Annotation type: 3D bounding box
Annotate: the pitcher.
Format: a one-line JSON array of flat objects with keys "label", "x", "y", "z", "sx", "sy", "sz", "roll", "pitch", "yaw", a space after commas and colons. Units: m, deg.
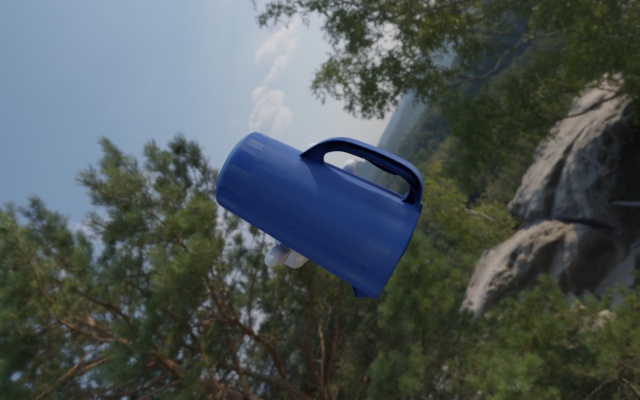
[{"label": "pitcher", "x": 0.000, "y": 0.002, "z": 0.601, "sx": 0.243, "sy": 0.149, "sz": 0.145, "roll": 28, "pitch": -20, "yaw": 5}]
